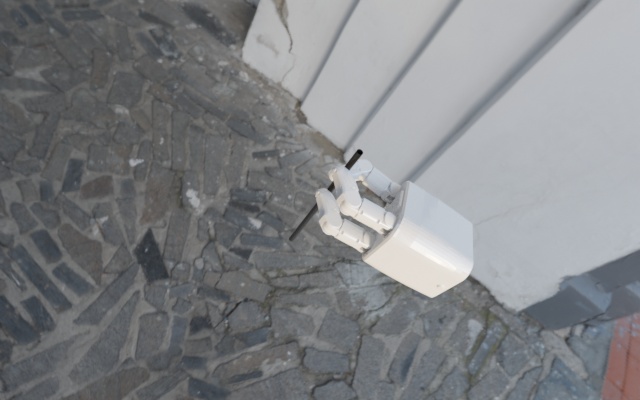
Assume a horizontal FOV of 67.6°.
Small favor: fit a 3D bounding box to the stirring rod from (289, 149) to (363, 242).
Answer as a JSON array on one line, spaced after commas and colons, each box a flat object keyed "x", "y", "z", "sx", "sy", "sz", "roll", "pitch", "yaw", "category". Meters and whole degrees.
[{"x": 0.000, "y": 0.002, "z": 0.639, "sx": 0.011, "sy": 0.011, "sz": 0.240, "roll": 0, "pitch": -29, "yaw": -25, "category": "stirring rod"}]
